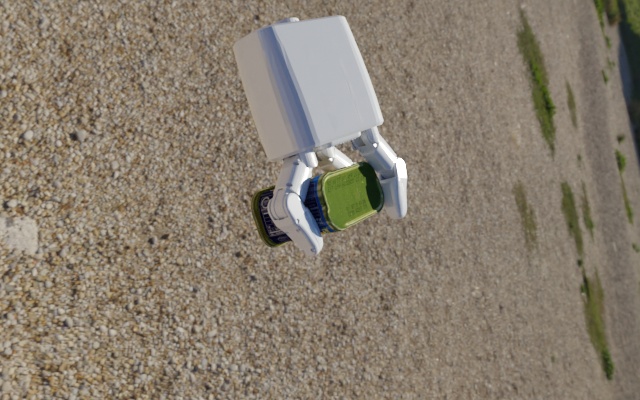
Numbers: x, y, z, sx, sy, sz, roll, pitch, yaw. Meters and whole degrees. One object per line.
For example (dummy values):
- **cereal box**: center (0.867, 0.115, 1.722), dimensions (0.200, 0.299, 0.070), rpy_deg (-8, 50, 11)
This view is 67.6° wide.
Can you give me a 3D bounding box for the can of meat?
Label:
- **can of meat**: center (0.000, 0.002, 0.454), dimensions (0.084, 0.057, 0.102), rpy_deg (-15, 5, 38)
